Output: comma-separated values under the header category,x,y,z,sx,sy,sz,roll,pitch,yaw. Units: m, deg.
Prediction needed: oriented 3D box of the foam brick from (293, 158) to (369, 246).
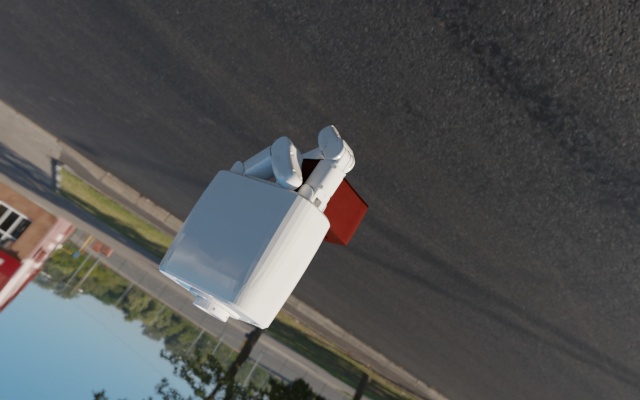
category,x,y,z,sx,sy,sz,roll,pitch,yaw
foam brick,0.000,0.002,0.476,0.053,0.051,0.078,7,-31,44
